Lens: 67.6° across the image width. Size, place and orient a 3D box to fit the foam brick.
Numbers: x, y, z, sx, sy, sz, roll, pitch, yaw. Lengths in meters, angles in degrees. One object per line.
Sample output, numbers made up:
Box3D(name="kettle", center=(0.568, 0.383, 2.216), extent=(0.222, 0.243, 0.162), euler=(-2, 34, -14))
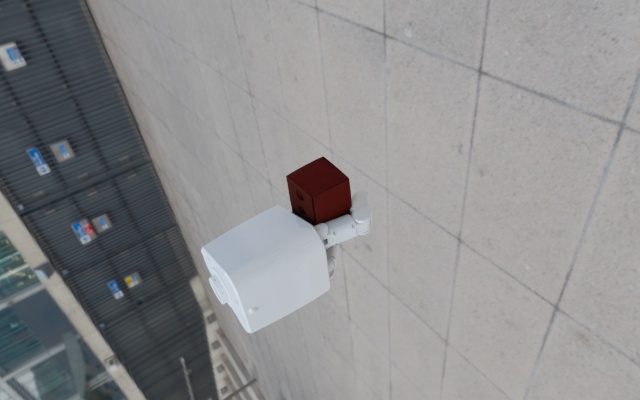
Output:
Box3D(name="foam brick", center=(0.000, 0.001, 0.541), extent=(0.051, 0.078, 0.053), euler=(-27, 44, -22))
